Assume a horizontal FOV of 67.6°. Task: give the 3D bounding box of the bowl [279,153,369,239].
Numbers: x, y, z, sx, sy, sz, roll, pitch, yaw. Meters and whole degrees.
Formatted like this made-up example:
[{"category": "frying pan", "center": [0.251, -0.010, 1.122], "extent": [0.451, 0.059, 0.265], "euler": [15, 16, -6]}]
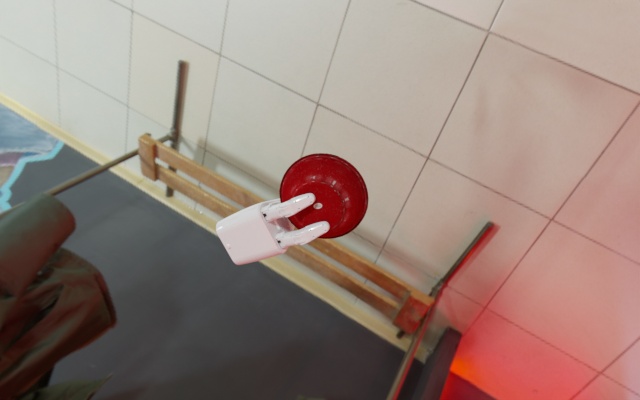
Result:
[{"category": "bowl", "center": [0.001, 0.002, 0.824], "extent": [0.162, 0.162, 0.055], "euler": [0, 20, 12]}]
